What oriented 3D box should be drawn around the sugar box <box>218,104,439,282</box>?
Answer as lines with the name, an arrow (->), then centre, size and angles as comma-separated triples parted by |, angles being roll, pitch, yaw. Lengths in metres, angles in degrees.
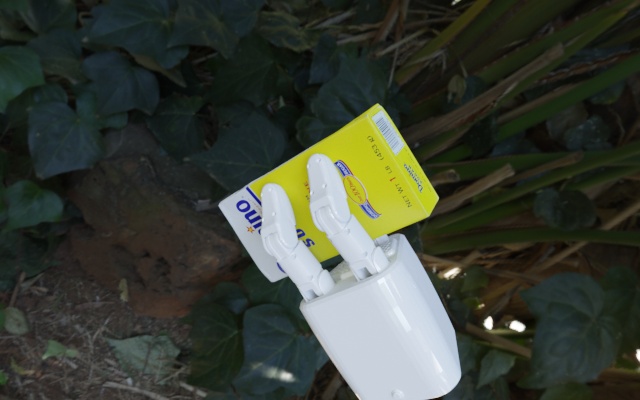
sugar box -> 0.000, 0.002, 0.414 | 0.176, 0.093, 0.048 | -29, 8, 31
